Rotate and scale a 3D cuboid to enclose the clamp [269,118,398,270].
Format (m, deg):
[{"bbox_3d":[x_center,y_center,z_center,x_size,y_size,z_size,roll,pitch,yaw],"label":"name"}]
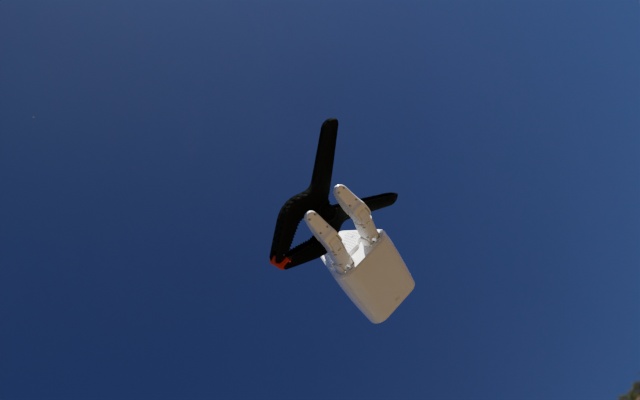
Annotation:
[{"bbox_3d":[-0.001,0.003,0.657,0.210,0.165,0.036,-43,23,-17],"label":"clamp"}]
